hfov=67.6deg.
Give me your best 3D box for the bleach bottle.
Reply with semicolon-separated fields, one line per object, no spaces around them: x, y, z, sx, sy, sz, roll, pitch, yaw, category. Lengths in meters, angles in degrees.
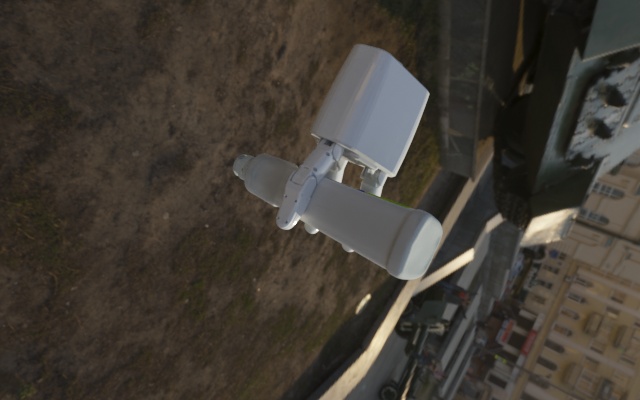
0.000;0.002;0.518;0.250;0.068;0.102;25;1;27;bleach bottle
